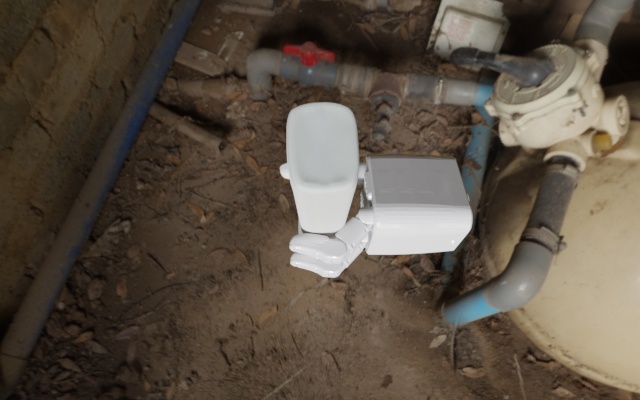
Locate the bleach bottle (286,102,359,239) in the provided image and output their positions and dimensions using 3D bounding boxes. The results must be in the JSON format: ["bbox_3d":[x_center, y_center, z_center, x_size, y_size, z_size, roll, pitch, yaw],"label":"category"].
[{"bbox_3d":[0.000,0.002,0.550,0.068,0.102,0.251,-2,-25,-2],"label":"bleach bottle"}]
